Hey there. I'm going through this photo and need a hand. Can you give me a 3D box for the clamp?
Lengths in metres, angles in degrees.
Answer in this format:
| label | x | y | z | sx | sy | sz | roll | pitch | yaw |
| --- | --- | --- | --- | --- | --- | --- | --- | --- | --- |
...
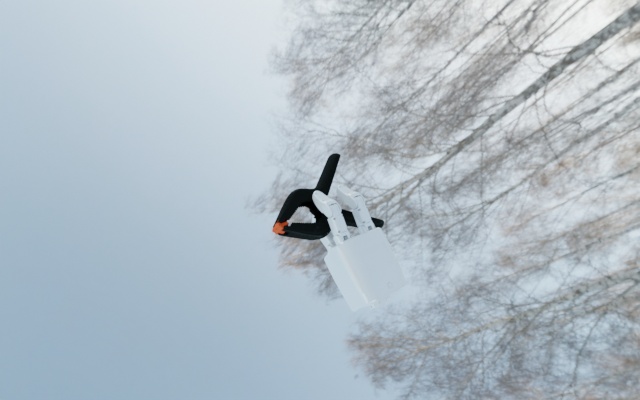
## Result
| label | x | y | z | sx | sy | sz | roll | pitch | yaw |
| --- | --- | --- | --- | --- | --- | --- | --- | --- | --- |
| clamp | -0.001 | 0.003 | 0.831 | 0.210 | 0.164 | 0.036 | -17 | -18 | -36 |
